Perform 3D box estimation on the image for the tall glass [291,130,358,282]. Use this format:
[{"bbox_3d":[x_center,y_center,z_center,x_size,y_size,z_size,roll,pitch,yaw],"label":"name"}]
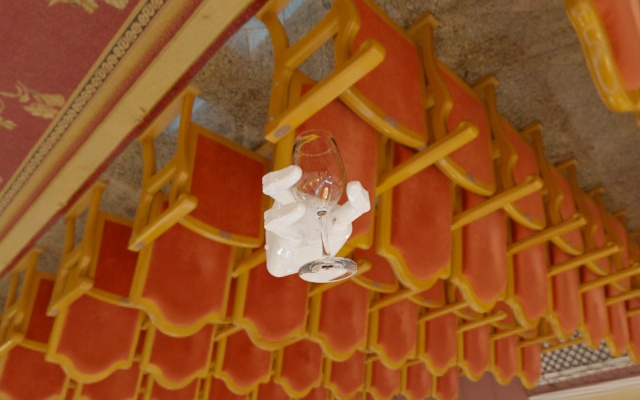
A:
[{"bbox_3d":[0.000,0.003,0.637,0.079,0.201,0.079,-4,-30,-3],"label":"tall glass"}]
